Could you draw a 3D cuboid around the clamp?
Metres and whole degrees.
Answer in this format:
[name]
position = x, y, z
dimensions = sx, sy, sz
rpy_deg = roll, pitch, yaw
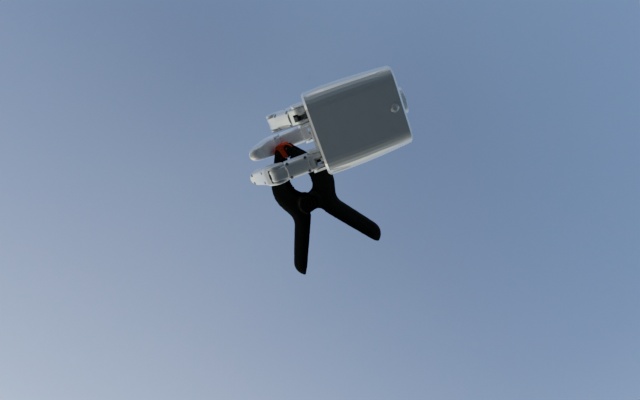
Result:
[clamp]
position = 0.000, 0.002, 0.603
dimensions = 0.120, 0.171, 0.039
rpy_deg = -19, 14, 3
